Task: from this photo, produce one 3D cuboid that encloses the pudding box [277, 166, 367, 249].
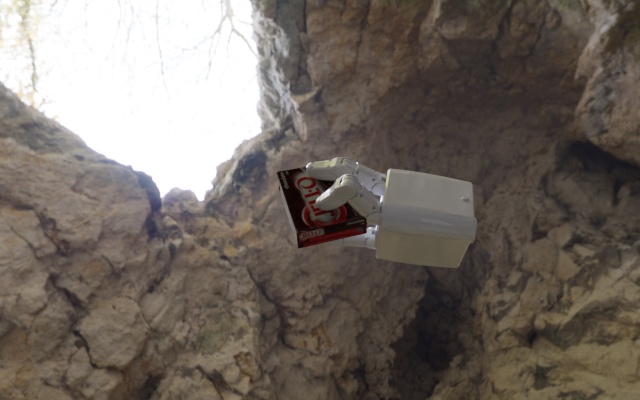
[{"bbox_3d":[0.000,0.002,0.605,0.090,0.039,0.113,-11,43,-12],"label":"pudding box"}]
